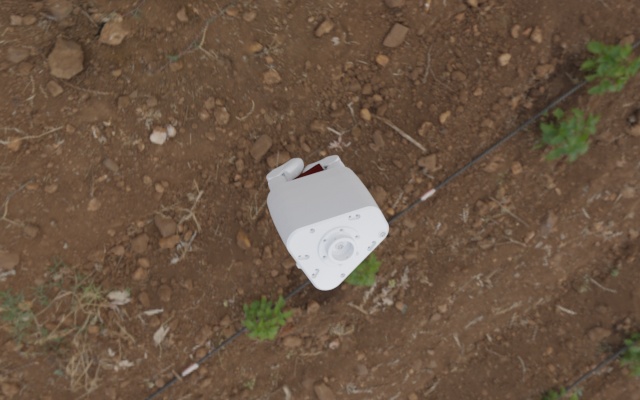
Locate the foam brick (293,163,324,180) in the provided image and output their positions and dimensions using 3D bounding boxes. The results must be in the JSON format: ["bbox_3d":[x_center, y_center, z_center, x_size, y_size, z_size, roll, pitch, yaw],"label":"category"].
[{"bbox_3d":[0.000,0.002,0.628,0.053,0.078,0.051,-32,31,2],"label":"foam brick"}]
